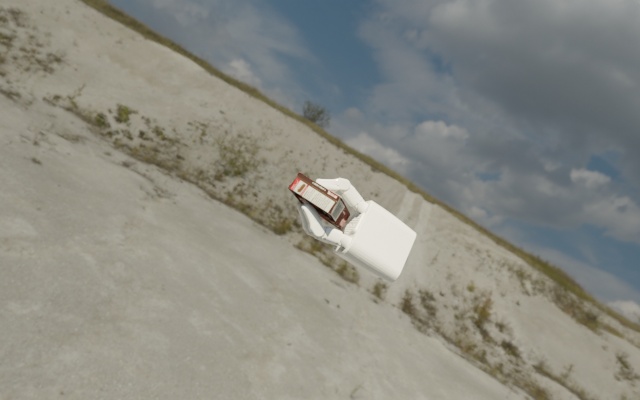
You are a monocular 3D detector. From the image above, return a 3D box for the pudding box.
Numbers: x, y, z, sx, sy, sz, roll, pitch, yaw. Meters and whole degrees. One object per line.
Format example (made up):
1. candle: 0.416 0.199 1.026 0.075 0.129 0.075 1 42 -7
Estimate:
1. pudding box: 0.000 0.003 0.832 0.090 0.039 0.113 31 -10 18
